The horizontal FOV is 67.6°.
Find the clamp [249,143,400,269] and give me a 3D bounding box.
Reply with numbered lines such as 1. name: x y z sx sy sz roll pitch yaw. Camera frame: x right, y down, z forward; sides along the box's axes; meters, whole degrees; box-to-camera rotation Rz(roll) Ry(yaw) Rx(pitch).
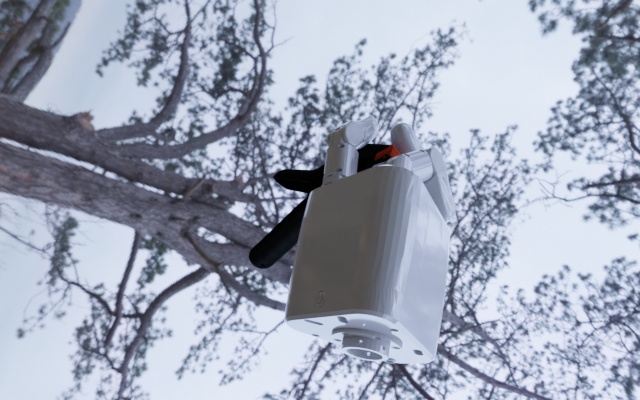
1. clamp: 0.001 0.002 0.439 0.039 0.120 0.171 34 -36 -32
